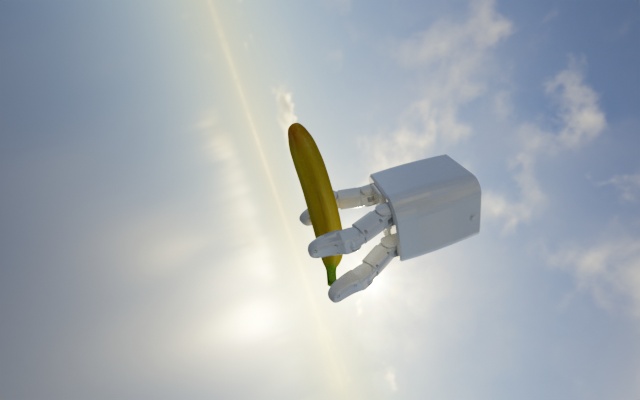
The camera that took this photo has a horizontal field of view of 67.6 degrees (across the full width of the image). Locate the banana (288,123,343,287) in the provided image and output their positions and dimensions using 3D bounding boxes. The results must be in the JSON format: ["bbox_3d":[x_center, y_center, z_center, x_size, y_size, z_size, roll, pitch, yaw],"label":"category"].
[{"bbox_3d":[-0.001,-0.001,0.559,0.037,0.198,0.069,-15,19,0],"label":"banana"}]
